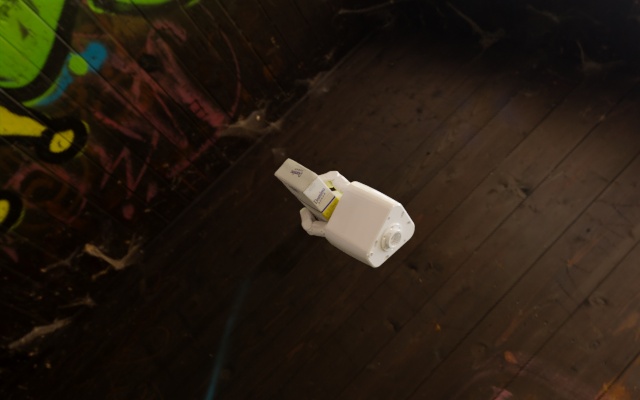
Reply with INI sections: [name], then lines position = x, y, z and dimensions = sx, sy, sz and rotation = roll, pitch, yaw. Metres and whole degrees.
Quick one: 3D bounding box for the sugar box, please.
[sugar box]
position = 0.001, 0.003, 0.866
dimensions = 0.093, 0.048, 0.176
rotation = 32, -13, 45
